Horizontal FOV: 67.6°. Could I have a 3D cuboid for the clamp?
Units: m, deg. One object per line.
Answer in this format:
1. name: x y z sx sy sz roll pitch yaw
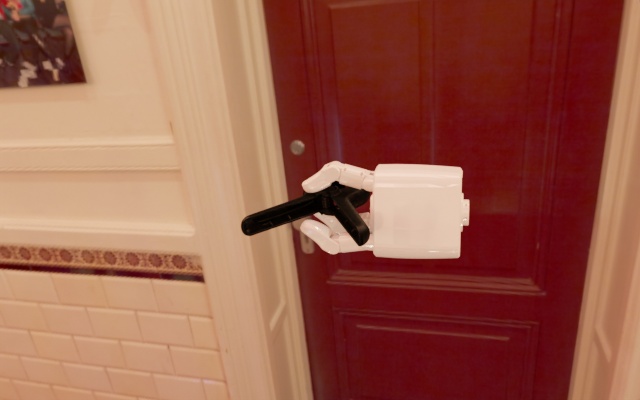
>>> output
1. clamp: 0.000 0.001 0.642 0.164 0.036 0.210 1 24 16
